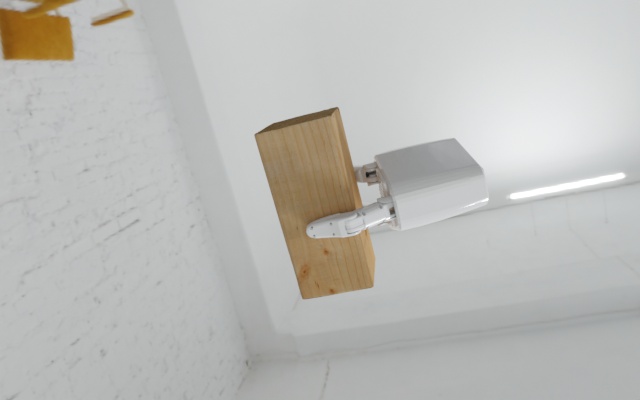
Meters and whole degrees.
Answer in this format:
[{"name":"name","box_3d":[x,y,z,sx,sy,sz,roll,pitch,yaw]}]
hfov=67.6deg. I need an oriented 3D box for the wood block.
[{"name":"wood block","box_3d":[0.000,0.002,0.579,0.090,0.206,0.090,-12,15,12]}]
